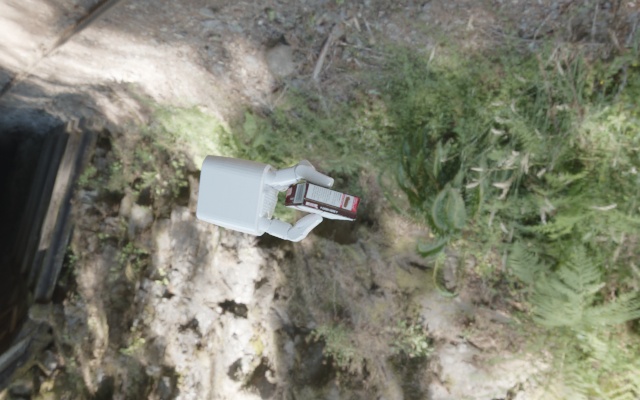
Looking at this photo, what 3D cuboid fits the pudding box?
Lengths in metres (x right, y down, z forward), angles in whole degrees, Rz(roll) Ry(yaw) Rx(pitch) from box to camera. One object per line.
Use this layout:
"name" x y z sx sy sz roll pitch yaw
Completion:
"pudding box" 0.000 0.003 0.746 0.090 0.039 0.113 15 -4 -16
